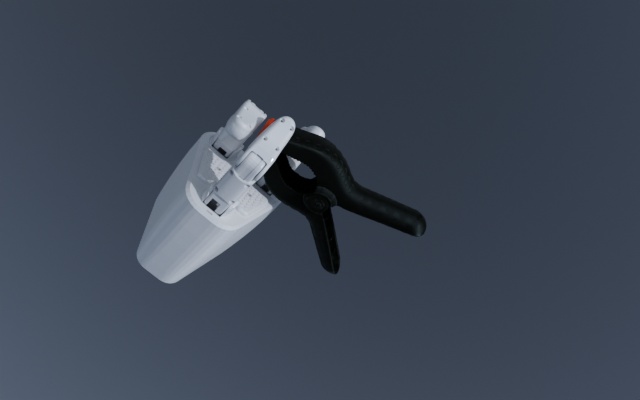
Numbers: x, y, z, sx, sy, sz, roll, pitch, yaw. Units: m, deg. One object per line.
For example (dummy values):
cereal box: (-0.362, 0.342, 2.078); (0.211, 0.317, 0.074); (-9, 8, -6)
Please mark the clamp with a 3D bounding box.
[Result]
clamp: (0.000, 0.002, 0.446); (0.120, 0.171, 0.039); (-42, 14, 31)
